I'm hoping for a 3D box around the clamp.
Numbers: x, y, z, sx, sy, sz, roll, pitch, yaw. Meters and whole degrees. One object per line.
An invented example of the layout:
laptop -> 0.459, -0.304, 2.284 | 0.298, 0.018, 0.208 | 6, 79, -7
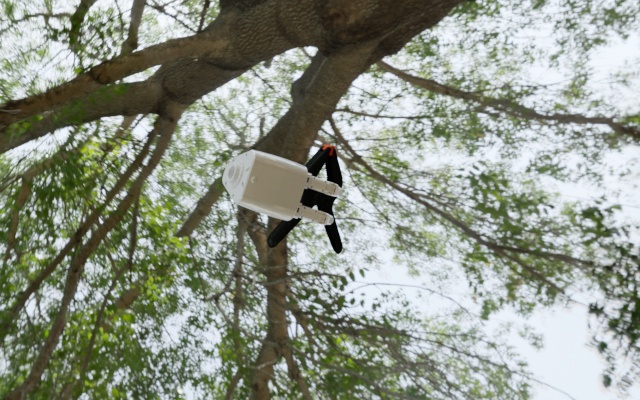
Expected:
clamp -> 0.000, 0.002, 0.896 | 0.164, 0.210, 0.036 | 18, 0, -36
